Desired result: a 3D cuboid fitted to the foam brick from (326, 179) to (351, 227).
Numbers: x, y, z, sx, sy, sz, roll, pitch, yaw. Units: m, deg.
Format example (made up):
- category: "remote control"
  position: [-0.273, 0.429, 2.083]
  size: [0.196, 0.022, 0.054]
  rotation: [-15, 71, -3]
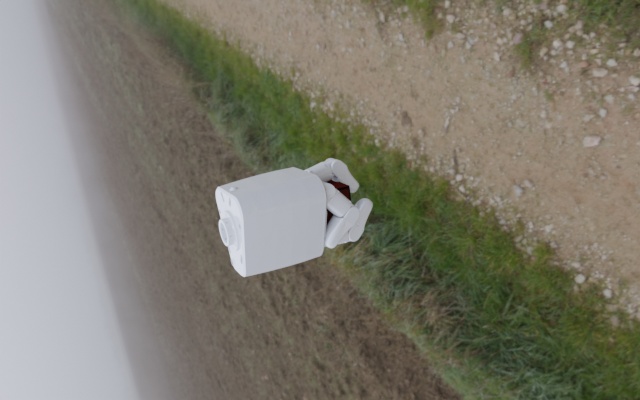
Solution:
- category: "foam brick"
  position: [0.000, 0.002, 0.638]
  size: [0.051, 0.053, 0.078]
  rotation: [-15, 19, -26]
